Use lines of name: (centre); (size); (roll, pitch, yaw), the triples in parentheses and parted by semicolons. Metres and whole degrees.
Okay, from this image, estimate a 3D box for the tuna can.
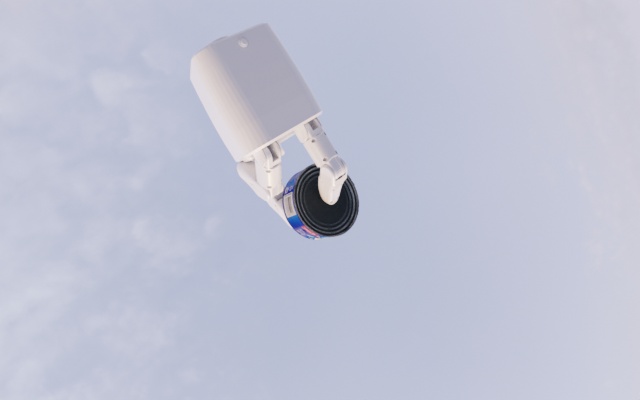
tuna can: (0.000, 0.002, 0.547); (0.086, 0.086, 0.034); (0, -12, -31)
